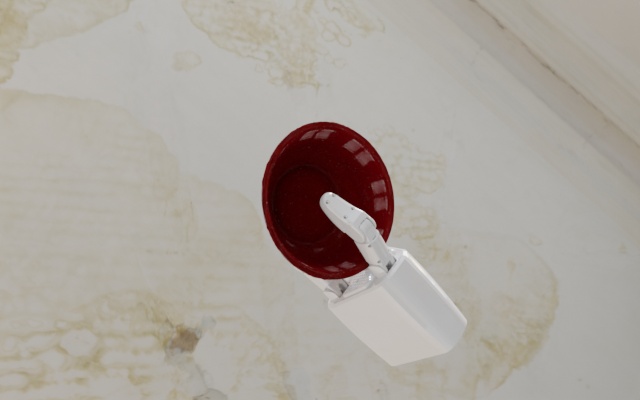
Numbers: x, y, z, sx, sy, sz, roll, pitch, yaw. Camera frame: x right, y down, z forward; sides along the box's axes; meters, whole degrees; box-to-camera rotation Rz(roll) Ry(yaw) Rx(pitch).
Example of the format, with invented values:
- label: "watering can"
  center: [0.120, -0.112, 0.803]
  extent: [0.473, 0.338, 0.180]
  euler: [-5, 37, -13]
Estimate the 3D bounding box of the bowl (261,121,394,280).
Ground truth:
- label: "bowl"
  center: [-0.001, 0.001, 0.506]
  extent: [0.162, 0.162, 0.055]
  euler: [0, -5, -33]
